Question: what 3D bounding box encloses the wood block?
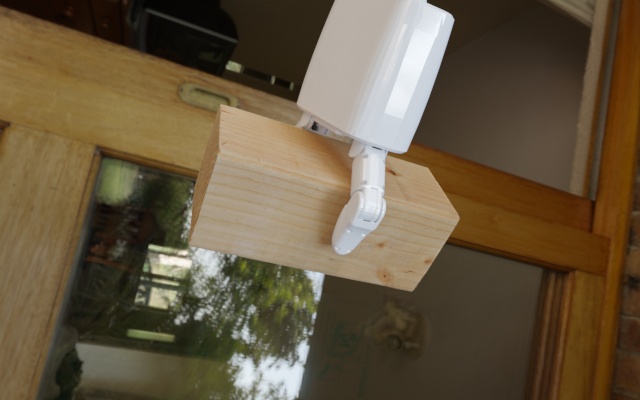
[{"bbox_3d":[0.000,0.001,0.418,0.206,0.090,0.090,15,30,-19],"label":"wood block"}]
